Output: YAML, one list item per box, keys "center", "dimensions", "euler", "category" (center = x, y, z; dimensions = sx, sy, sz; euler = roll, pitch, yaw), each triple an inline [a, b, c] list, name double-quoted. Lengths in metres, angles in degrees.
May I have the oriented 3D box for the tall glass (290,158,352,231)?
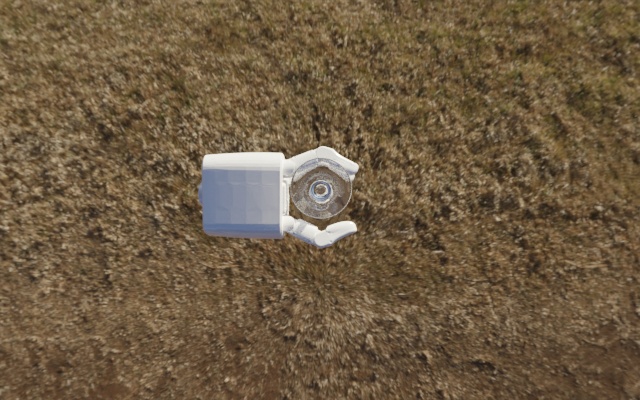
- center: [0.000, 0.002, 0.668]
  dimensions: [0.079, 0.079, 0.201]
  euler: [0, -10, 0]
  category: "tall glass"
